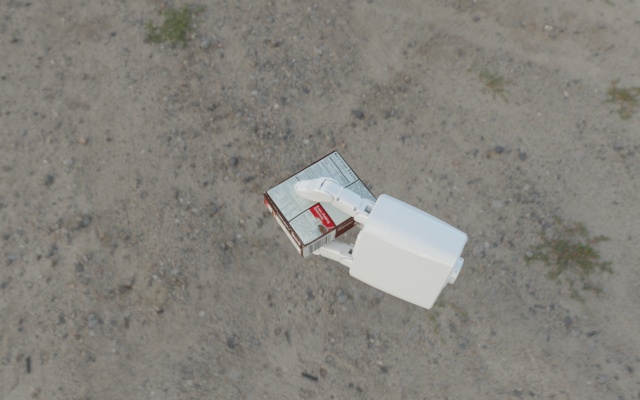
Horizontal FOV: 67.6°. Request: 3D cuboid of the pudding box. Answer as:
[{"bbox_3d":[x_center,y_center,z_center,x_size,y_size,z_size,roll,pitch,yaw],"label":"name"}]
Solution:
[{"bbox_3d":[0.000,0.002,0.589,0.113,0.090,0.039,-31,-21,-17],"label":"pudding box"}]
